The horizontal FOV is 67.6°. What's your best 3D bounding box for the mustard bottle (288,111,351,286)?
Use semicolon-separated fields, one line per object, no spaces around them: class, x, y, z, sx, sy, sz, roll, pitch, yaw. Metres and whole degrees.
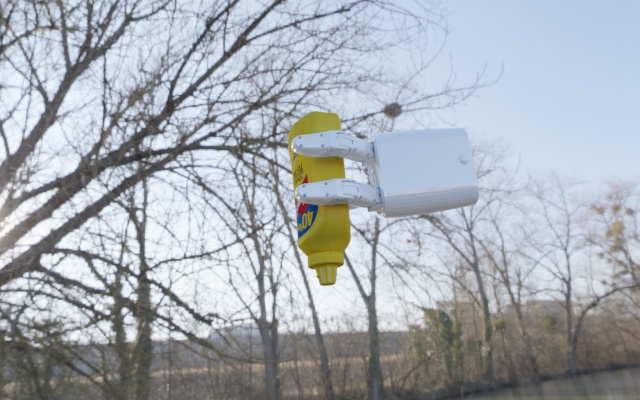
mustard bottle;0.000;0.002;0.550;0.058;0.191;0.096;2;-20;-22
